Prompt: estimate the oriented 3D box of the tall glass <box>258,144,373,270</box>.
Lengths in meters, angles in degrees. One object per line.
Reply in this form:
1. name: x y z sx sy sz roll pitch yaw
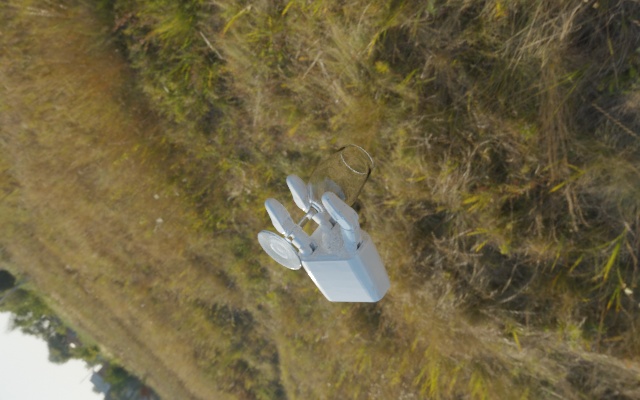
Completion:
1. tall glass: 0.000 0.003 0.695 0.079 0.079 0.201 0 42 49
